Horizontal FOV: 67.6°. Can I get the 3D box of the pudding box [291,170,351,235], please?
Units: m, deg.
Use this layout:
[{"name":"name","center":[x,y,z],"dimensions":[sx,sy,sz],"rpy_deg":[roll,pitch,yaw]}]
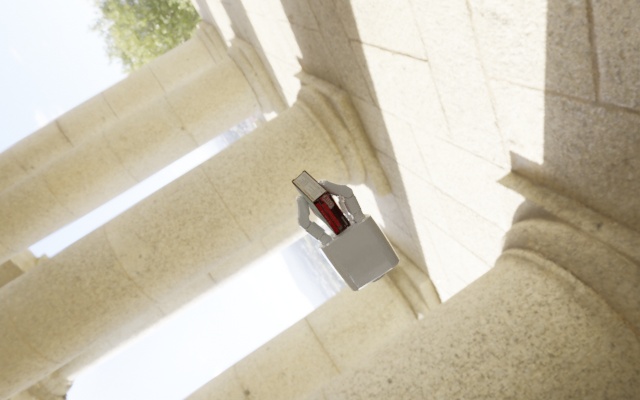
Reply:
[{"name":"pudding box","center":[0.000,0.003,0.880],"dimensions":[0.039,0.090,0.113],"rpy_deg":[-39,33,-7]}]
